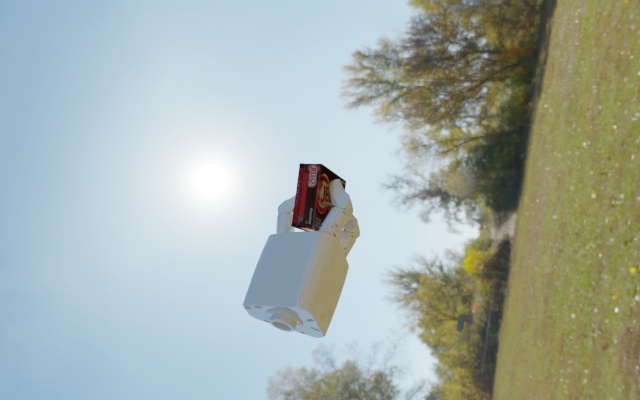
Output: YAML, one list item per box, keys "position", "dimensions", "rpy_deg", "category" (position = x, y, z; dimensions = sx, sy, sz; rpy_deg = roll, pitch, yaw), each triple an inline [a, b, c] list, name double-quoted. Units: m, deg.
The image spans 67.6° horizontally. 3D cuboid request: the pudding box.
- position: [0.000, 0.002, 0.685]
  dimensions: [0.039, 0.090, 0.113]
  rpy_deg: [5, -8, 20]
  category: "pudding box"
